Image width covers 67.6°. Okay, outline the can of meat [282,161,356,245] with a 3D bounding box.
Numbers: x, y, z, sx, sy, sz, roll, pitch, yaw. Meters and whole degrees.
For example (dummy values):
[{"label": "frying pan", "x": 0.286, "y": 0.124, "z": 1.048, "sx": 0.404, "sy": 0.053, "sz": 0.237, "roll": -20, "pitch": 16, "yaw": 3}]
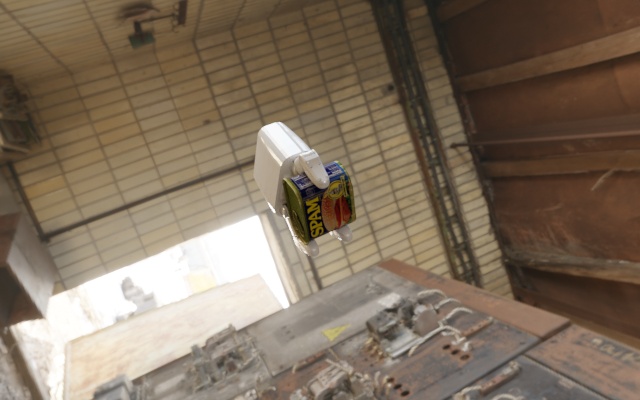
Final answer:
[{"label": "can of meat", "x": 0.000, "y": 0.002, "z": 0.681, "sx": 0.084, "sy": 0.102, "sz": 0.057, "roll": -23, "pitch": 41, "yaw": -17}]
